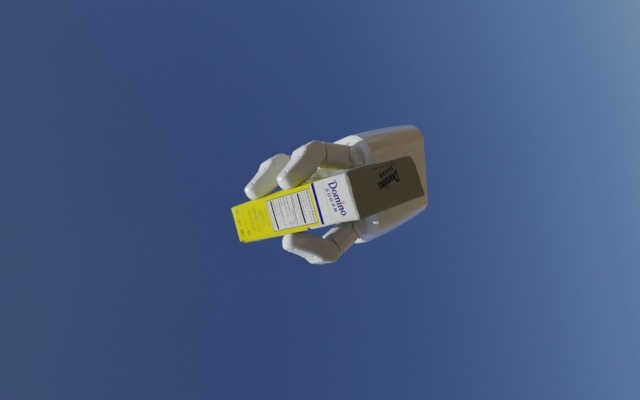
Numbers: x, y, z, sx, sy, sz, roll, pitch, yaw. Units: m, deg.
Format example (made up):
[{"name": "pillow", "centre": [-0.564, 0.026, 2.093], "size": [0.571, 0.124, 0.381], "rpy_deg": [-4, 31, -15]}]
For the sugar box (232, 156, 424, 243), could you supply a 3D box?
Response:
[{"name": "sugar box", "centre": [0.000, 0.001, 0.461], "size": [0.093, 0.048, 0.176], "rpy_deg": [-17, -1, -43]}]
